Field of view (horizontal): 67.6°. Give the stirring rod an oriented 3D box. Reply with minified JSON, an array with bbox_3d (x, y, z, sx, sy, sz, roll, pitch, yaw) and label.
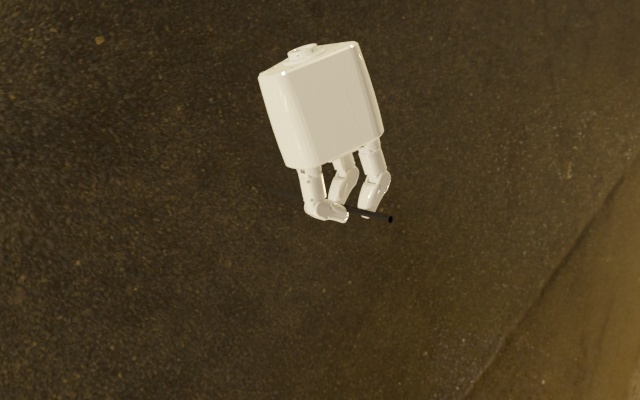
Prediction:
[{"bbox_3d":[0.000,0.002,0.614,0.011,0.011,0.239,0,9,-40],"label":"stirring rod"}]
